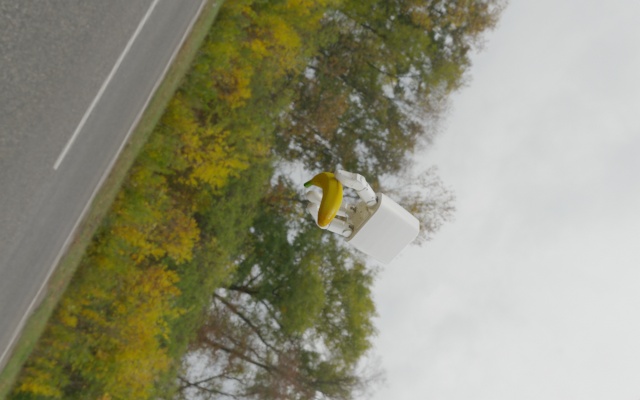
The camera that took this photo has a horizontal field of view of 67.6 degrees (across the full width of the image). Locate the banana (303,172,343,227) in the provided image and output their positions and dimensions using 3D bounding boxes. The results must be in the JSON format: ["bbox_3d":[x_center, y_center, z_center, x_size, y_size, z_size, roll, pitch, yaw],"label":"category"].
[{"bbox_3d":[0.012,-0.012,0.886,0.037,0.069,0.197,38,11,-20],"label":"banana"}]
